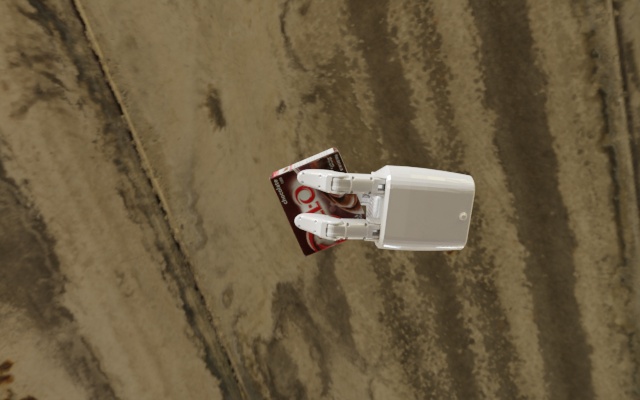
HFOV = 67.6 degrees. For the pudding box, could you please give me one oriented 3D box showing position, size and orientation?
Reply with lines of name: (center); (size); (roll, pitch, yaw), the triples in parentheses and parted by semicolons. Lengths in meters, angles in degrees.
pudding box: (0.000, 0.002, 0.593); (0.090, 0.113, 0.039); (-23, 13, 3)
